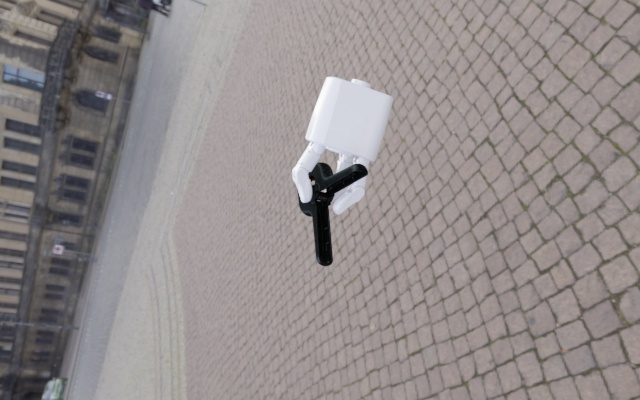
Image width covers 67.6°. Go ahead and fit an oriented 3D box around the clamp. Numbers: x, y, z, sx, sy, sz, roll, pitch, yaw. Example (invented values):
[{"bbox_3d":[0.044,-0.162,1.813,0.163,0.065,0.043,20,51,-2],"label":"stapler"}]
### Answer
[{"bbox_3d":[-0.001,0.002,0.782,0.036,0.164,0.210,15,8,-25],"label":"clamp"}]
